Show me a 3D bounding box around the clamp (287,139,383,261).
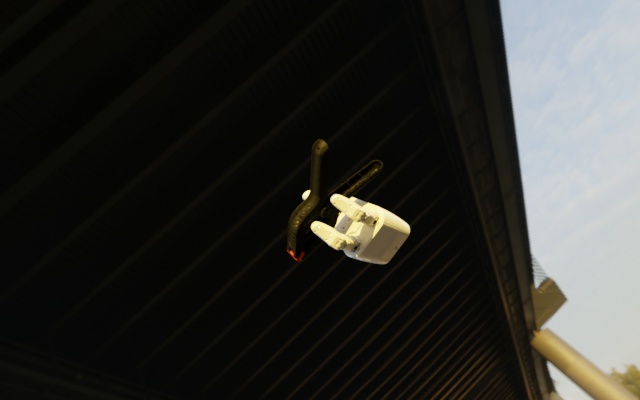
[{"bbox_3d":[-0.001,0.003,0.761,0.036,0.210,0.164,42,12,38],"label":"clamp"}]
